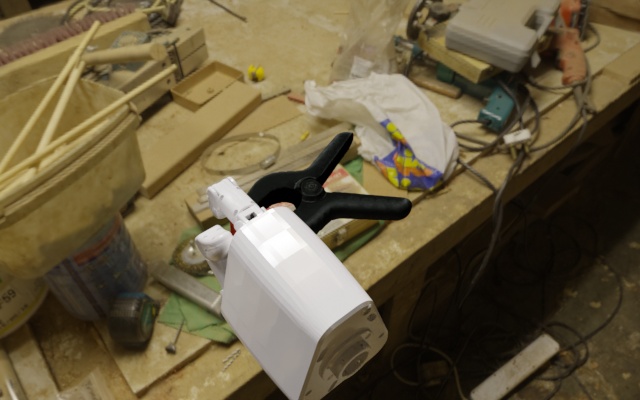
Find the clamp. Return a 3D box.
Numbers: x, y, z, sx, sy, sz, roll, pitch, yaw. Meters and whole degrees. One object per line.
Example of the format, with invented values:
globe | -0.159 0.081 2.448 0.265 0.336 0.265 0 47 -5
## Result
clamp | 0.000 0.001 0.458 0.171 0.039 0.120 -31 54 -24
